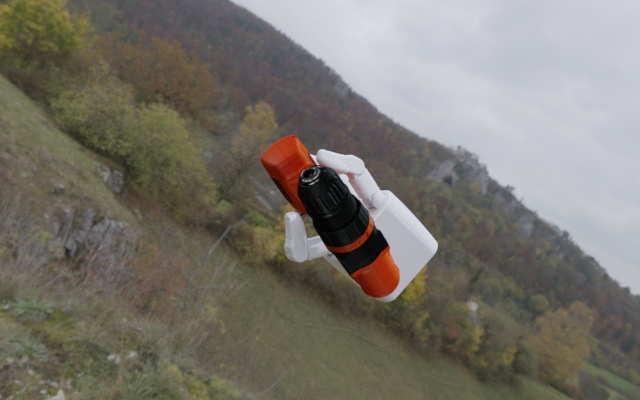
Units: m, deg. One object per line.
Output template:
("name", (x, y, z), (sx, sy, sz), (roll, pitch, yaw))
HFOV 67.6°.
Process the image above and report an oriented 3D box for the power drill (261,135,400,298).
("power drill", (0.000, 0.002, 0.511), (0.057, 0.184, 0.187), (-35, 41, -3))
